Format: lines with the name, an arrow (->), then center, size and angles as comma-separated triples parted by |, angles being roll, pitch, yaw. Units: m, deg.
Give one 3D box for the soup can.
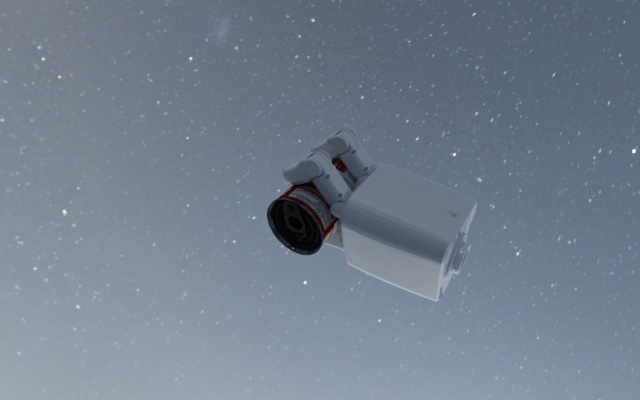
soup can -> 0.000, 0.001, 0.514 | 0.068, 0.068, 0.102 | 0, 31, 39
